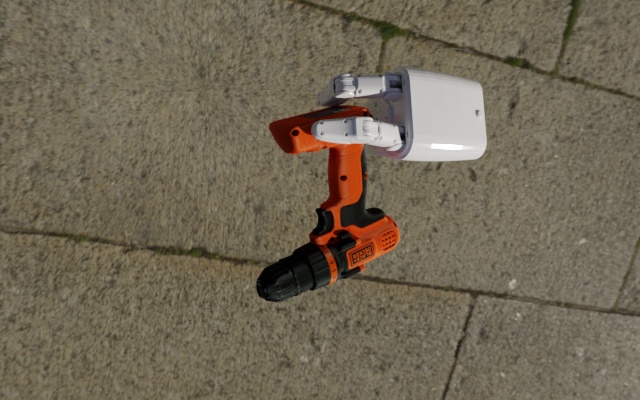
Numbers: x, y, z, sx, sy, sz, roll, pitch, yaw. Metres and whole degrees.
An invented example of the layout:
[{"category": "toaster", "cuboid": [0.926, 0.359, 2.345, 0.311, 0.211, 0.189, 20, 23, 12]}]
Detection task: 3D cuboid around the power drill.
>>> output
[{"category": "power drill", "cuboid": [0.000, 0.001, 0.513, 0.184, 0.188, 0.057, -22, 25, -30]}]
